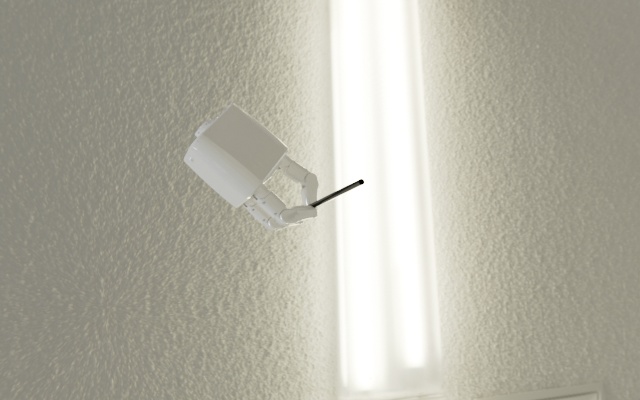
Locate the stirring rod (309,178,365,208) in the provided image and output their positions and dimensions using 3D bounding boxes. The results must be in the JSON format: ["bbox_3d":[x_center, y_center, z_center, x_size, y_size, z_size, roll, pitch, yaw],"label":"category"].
[{"bbox_3d":[0.000,0.002,0.665,0.011,0.011,0.239,0,-12,-24],"label":"stirring rod"}]
